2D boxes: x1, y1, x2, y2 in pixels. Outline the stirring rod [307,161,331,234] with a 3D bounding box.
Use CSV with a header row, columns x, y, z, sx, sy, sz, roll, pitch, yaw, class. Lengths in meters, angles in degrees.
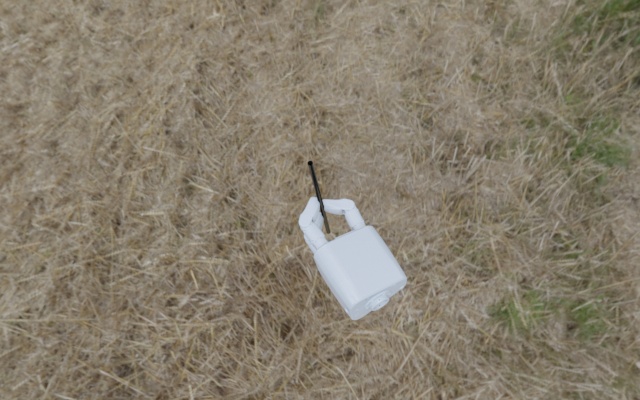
x,y,z,sx,sy,sz,roll,pitch,yaw,class
0.000,0.003,0.793,0.011,0.011,0.240,0,-28,8,stirring rod
